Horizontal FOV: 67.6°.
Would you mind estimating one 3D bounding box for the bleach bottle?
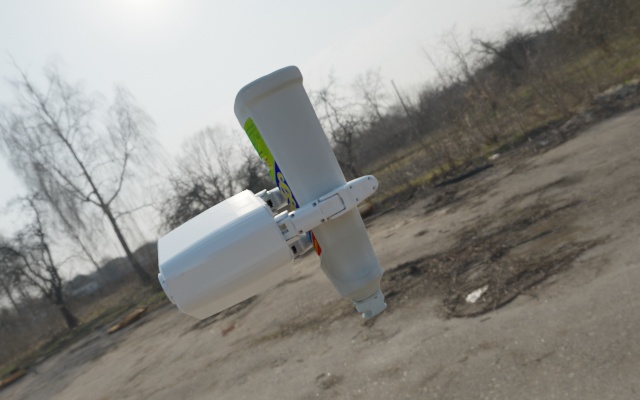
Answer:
[{"bbox_3d":[0.000,0.002,0.475,0.068,0.251,0.102,-28,3,-13],"label":"bleach bottle"}]
